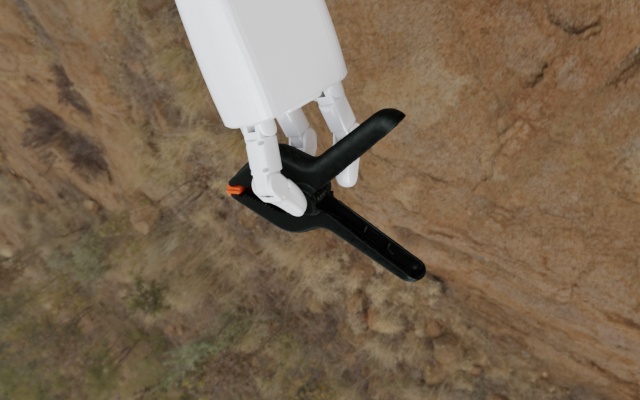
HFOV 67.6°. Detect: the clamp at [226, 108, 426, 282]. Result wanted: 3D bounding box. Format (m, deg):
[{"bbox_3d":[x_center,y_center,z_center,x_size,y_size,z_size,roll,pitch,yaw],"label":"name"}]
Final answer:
[{"bbox_3d":[-0.001,0.002,0.449,0.210,0.165,0.036,0,31,36],"label":"clamp"}]
